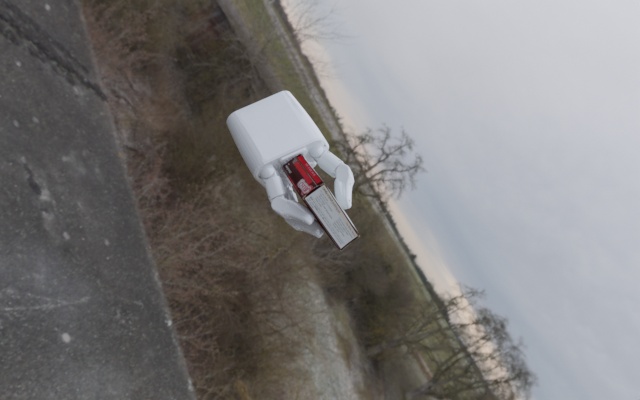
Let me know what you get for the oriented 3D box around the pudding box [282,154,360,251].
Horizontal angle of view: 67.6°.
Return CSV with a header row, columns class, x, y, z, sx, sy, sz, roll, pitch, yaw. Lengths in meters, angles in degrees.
class,x,y,z,sx,sy,sz,roll,pitch,yaw
pudding box,0.000,0.002,0.646,0.039,0.113,0.090,-36,37,1
